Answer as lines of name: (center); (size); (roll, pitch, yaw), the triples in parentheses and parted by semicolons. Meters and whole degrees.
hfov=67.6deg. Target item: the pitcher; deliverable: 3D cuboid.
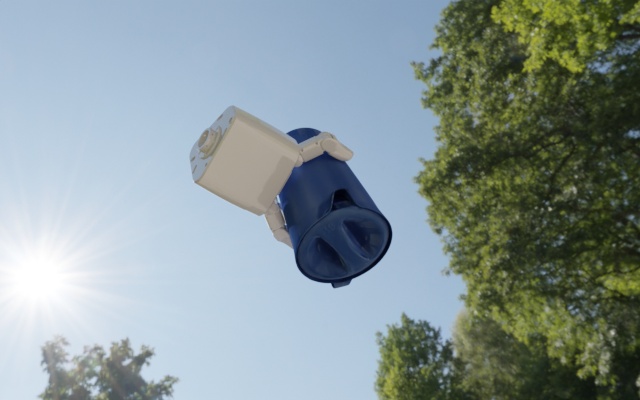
pitcher: (0.000, 0.002, 0.712); (0.145, 0.149, 0.242); (29, 23, -35)
